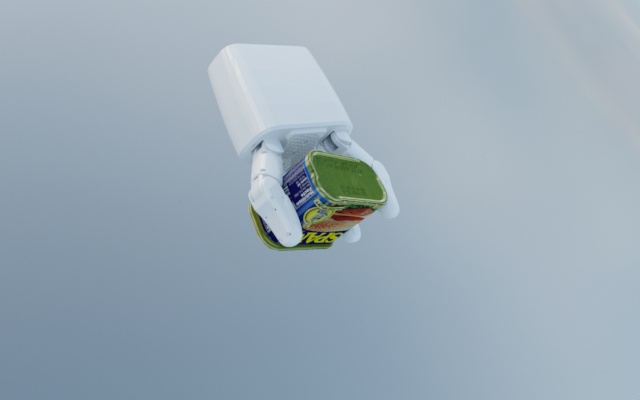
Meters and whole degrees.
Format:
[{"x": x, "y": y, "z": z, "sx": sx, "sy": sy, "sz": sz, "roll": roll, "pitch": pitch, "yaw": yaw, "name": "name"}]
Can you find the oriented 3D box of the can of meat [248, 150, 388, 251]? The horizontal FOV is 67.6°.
[{"x": 0.000, "y": 0.001, "z": 0.442, "sx": 0.102, "sy": 0.057, "sz": 0.084, "roll": 4, "pitch": -35, "yaw": -48, "name": "can of meat"}]
